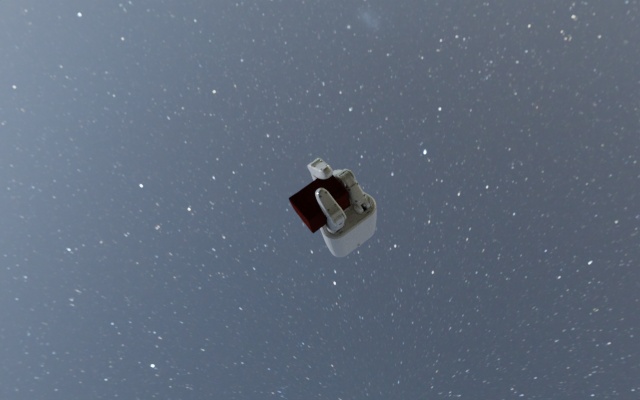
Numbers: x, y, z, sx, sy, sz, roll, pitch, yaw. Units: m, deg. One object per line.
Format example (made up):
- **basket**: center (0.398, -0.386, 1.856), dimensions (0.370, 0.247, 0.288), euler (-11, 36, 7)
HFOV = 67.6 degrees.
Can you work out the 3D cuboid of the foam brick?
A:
- **foam brick**: center (0.000, 0.002, 0.737), dimensions (0.078, 0.053, 0.051), euler (-35, -24, -10)
